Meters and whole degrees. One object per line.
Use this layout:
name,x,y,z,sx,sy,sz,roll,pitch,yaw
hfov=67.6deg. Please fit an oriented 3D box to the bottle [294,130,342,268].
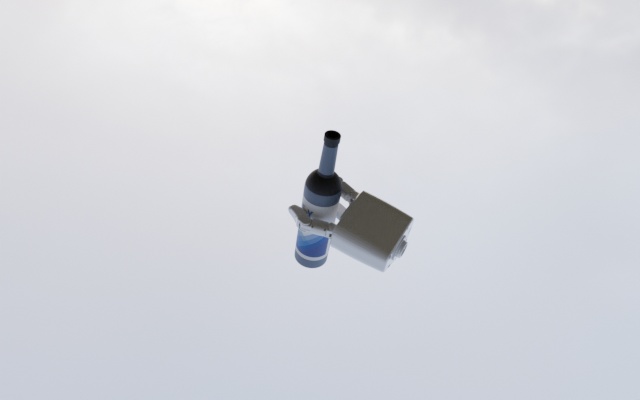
bottle,0.000,0.003,0.859,0.069,0.296,0.069,6,42,-5
